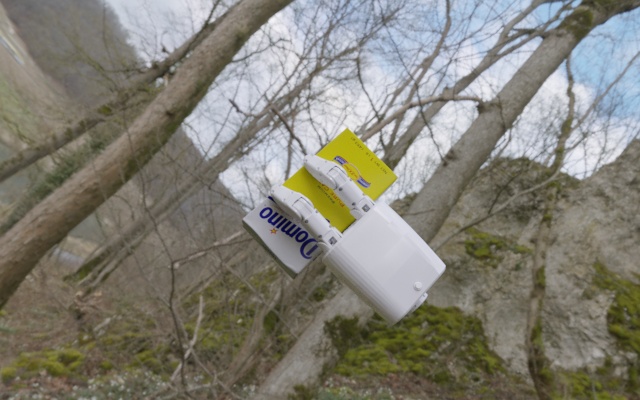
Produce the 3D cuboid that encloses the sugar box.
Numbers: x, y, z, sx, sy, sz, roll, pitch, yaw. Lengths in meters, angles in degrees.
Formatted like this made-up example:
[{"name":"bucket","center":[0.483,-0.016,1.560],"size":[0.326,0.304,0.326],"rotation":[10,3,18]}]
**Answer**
[{"name":"sugar box","center":[0.000,0.002,0.583],"size":[0.176,0.093,0.048],"rotation":[-43,-7,-18]}]
